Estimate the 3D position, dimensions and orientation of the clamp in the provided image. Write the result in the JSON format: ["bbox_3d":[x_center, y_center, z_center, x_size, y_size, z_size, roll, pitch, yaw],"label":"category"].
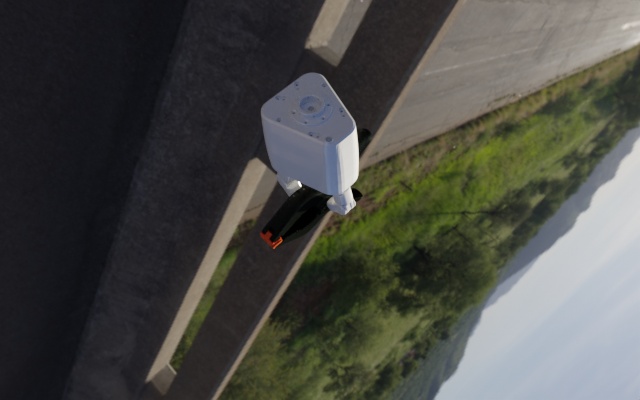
[{"bbox_3d":[0.000,0.003,0.719,0.036,0.210,0.165,40,-19,24],"label":"clamp"}]
